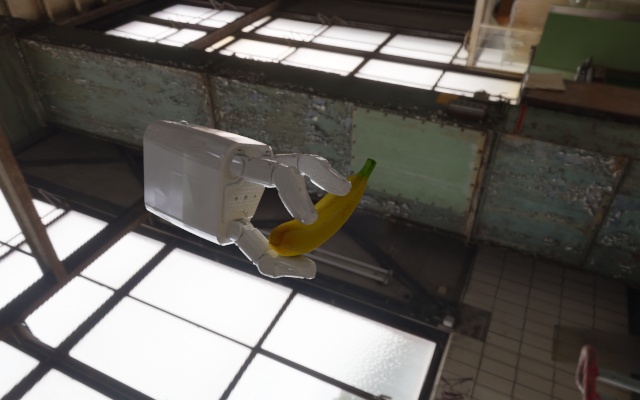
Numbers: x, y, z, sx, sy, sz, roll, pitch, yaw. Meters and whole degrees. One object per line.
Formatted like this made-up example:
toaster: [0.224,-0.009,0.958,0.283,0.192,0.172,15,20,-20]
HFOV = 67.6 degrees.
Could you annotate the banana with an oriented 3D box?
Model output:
banana: [-0.001,0.015,0.513,0.037,0.070,0.197,24,37,21]
